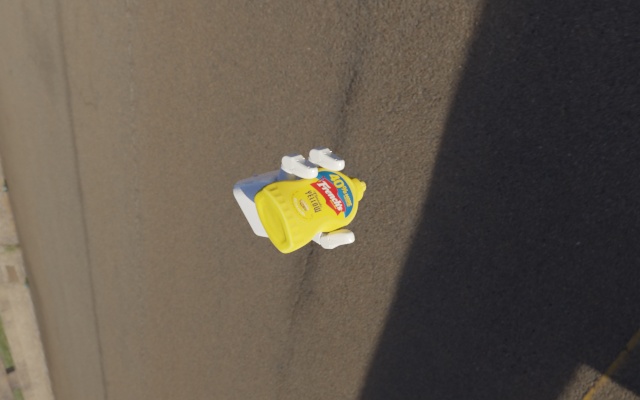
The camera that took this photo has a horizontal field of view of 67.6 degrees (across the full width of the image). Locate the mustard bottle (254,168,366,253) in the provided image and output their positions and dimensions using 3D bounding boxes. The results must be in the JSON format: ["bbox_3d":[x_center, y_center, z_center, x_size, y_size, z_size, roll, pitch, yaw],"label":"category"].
[{"bbox_3d":[0.000,0.002,0.707,0.191,0.096,0.058,-21,-11,-42],"label":"mustard bottle"}]
